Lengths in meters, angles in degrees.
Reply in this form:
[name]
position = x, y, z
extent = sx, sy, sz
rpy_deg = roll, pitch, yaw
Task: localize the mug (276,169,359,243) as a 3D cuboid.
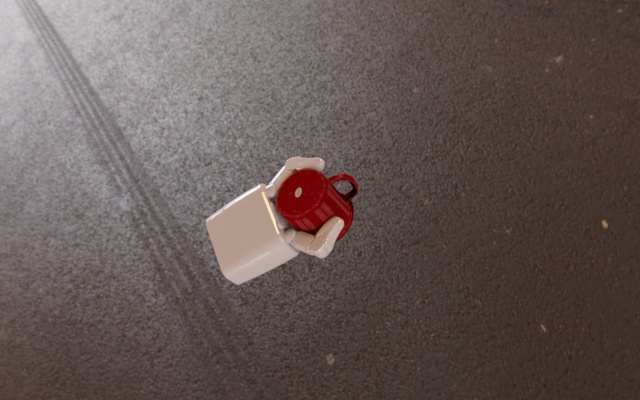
[mug]
position = 0.001, 0.001, 0.682
extent = 0.117, 0.093, 0.081
rpy_deg = -31, -41, 12
